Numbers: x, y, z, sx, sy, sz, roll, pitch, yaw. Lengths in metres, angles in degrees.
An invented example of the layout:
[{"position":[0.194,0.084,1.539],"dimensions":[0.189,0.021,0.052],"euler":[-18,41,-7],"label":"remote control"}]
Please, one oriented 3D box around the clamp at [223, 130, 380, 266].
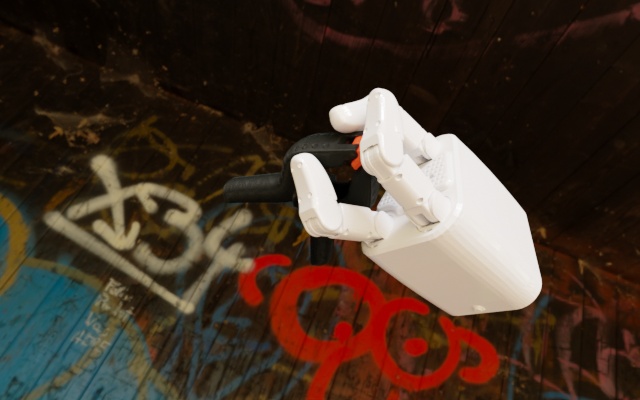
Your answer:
[{"position":[0.000,0.001,0.400],"dimensions":[0.120,0.039,0.171],"euler":[38,-36,-22],"label":"clamp"}]
